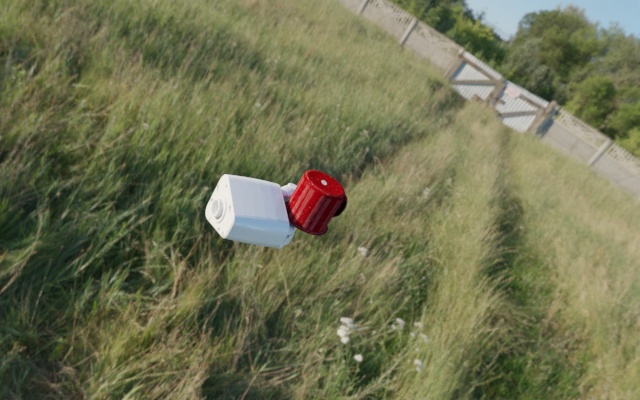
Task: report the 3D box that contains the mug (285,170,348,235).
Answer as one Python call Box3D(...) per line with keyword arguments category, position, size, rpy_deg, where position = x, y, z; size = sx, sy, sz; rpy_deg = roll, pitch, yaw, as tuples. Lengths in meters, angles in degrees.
Box3D(category="mug", position=(0.001, 0.003, 0.847), size=(0.117, 0.081, 0.093), rpy_deg=(11, 32, -36))
